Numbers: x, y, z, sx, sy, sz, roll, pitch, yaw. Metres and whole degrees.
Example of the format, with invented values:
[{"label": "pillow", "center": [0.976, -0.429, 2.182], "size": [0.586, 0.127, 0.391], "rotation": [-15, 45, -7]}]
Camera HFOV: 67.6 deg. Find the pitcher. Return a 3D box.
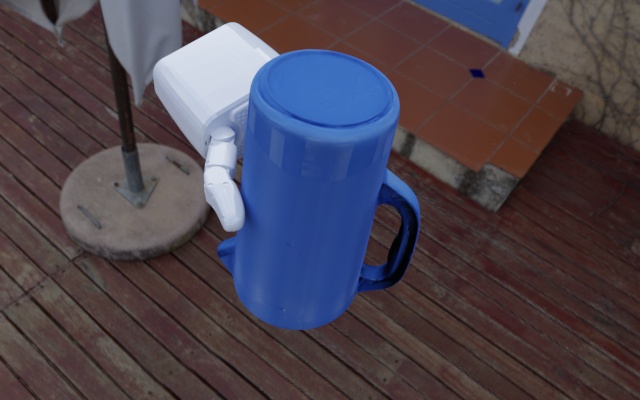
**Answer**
[{"label": "pitcher", "center": [0.000, 0.001, 0.421], "size": [0.149, 0.243, 0.145], "rotation": [-25, 57, -28]}]
